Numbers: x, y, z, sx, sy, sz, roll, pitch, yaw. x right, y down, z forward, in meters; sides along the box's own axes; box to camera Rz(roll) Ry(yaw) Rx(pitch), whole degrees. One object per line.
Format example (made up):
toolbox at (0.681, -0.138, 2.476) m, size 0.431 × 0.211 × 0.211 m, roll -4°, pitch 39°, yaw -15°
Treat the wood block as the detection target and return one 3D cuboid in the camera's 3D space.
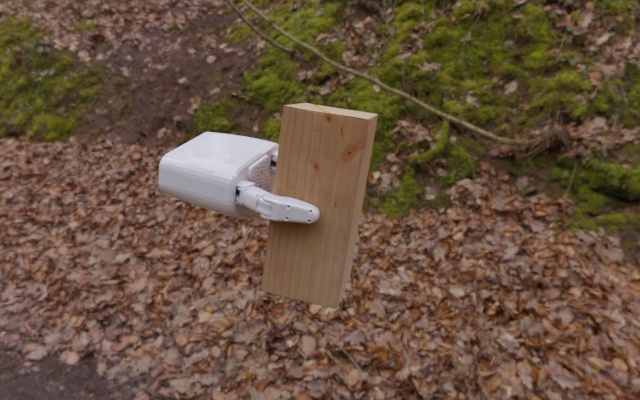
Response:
wood block at (0.000, 0.002, 0.538) m, size 0.090 × 0.206 × 0.091 m, roll 11°, pitch 15°, yaw 11°
